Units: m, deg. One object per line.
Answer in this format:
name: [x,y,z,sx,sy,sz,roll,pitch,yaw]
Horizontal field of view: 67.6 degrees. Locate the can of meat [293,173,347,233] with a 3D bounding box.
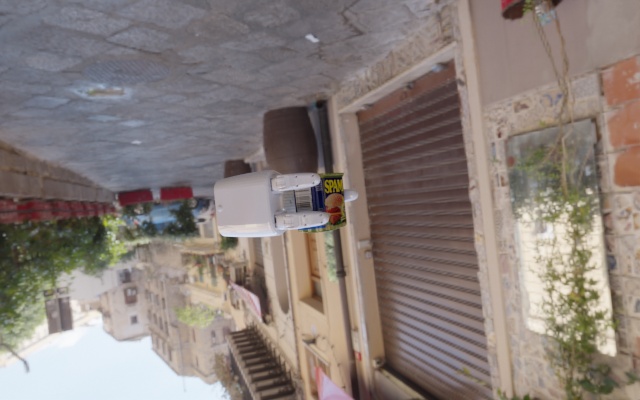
can of meat: [0.000,0.003,0.721,0.057,0.084,0.102,-5,1,25]
